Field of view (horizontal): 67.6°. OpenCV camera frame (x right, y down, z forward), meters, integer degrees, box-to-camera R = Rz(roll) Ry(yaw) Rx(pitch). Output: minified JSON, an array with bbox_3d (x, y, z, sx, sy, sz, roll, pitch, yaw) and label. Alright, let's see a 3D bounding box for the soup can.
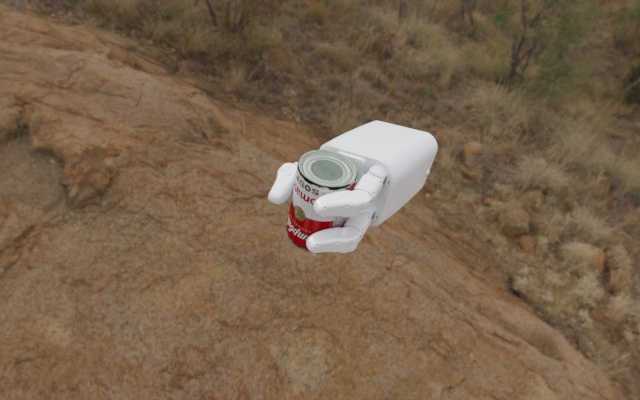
[{"bbox_3d":[0.000,0.002,0.546,0.068,0.102,0.068,7,41,-6],"label":"soup can"}]
